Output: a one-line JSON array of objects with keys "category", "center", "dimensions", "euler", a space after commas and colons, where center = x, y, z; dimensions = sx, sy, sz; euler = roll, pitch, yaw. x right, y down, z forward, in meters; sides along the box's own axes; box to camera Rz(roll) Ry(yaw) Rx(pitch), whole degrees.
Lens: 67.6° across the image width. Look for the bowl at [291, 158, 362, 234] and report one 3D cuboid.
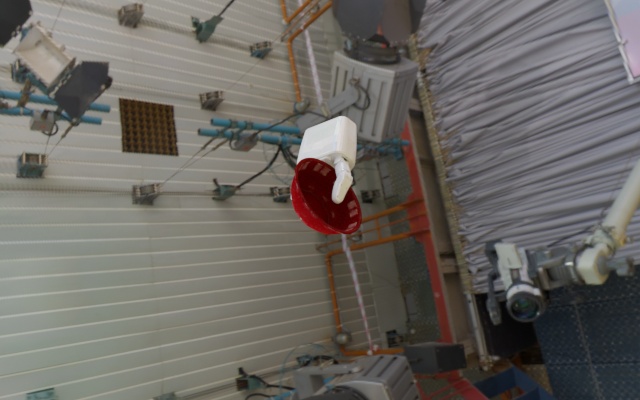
[{"category": "bowl", "center": [0.000, 0.004, 0.866], "dimensions": [0.055, 0.162, 0.162], "euler": [-38, -23, 32]}]
